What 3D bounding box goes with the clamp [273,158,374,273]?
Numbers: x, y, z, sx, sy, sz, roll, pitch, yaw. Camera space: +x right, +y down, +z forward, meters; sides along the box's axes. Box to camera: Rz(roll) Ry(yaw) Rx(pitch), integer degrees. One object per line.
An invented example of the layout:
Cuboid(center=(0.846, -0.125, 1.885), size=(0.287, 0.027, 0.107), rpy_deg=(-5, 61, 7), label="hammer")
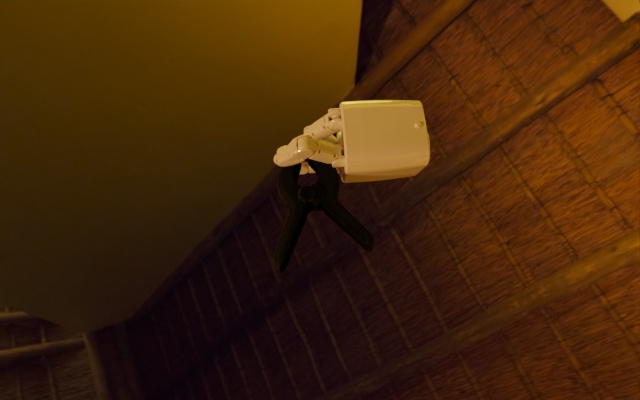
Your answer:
Cuboid(center=(0.000, 0.002, 0.589), size=(0.120, 0.171, 0.039), rpy_deg=(-3, -24, -1), label="clamp")
